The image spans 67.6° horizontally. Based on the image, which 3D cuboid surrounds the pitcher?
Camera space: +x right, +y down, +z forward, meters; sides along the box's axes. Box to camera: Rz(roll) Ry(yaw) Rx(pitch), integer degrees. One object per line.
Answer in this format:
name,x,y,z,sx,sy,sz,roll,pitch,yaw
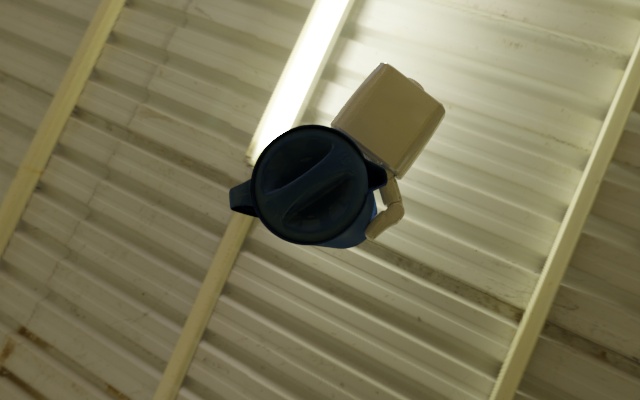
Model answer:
pitcher,0.000,0.002,0.625,0.149,0.145,0.243,37,-1,16
